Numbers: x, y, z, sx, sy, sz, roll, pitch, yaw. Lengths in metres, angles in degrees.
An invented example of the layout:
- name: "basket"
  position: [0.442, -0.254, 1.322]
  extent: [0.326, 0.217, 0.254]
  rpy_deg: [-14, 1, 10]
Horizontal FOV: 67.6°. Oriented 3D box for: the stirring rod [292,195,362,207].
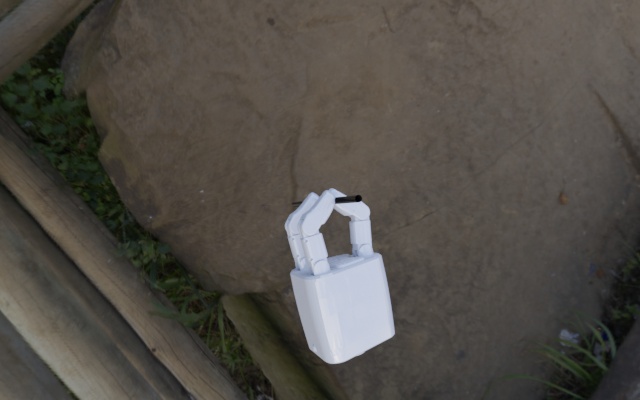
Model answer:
- name: "stirring rod"
  position: [0.000, 0.002, 0.618]
  extent: [0.011, 0.011, 0.239]
  rpy_deg: [0, -2, -20]
